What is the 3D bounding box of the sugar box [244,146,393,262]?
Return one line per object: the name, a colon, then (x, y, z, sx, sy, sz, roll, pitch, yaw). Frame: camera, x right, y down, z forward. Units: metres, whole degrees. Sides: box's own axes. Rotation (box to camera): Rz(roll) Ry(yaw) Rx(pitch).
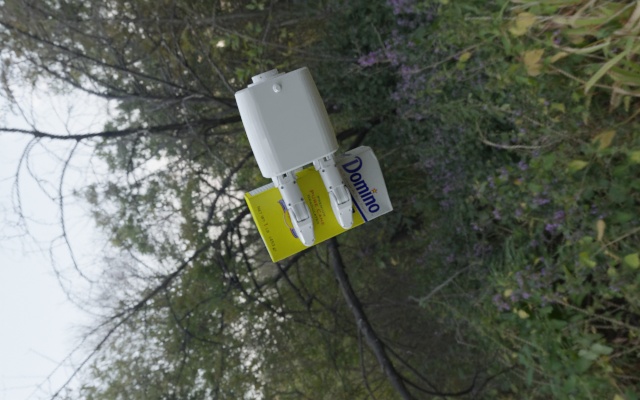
sugar box: (0.000, 0.002, 0.626, 0.176, 0.093, 0.048, -23, 16, -9)
